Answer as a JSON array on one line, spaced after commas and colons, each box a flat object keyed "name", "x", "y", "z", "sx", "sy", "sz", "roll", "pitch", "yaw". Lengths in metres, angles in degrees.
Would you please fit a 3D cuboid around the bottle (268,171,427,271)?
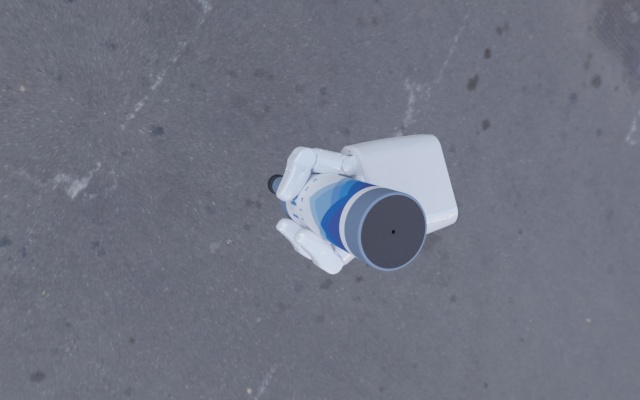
[{"name": "bottle", "x": 0.000, "y": 0.002, "z": 0.520, "sx": 0.069, "sy": 0.069, "sz": 0.295, "roll": 0, "pitch": 9, "yaw": -24}]
